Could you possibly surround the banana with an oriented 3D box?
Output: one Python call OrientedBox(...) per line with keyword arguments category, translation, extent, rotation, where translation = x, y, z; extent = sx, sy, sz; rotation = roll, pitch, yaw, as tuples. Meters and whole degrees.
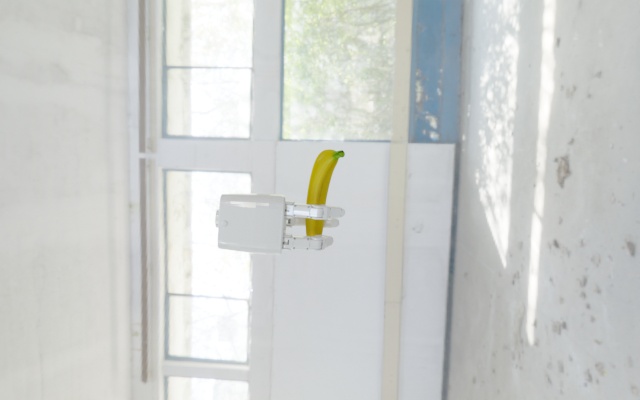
OrientedBox(category="banana", translation=(-0.002, -0.010, 0.821), extent=(0.037, 0.198, 0.069), rotation=(6, 29, -13))
